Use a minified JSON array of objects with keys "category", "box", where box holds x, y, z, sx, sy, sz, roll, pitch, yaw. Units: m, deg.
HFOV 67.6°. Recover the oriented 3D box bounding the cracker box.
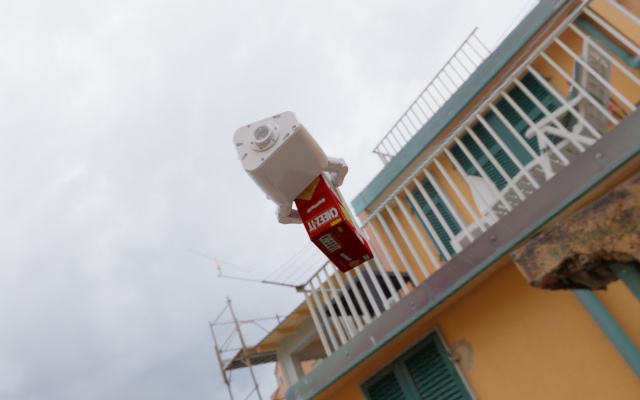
[{"category":"cracker box","box":[0.000,0.003,0.838,0.072,0.213,0.164,-30,-35,7]}]
